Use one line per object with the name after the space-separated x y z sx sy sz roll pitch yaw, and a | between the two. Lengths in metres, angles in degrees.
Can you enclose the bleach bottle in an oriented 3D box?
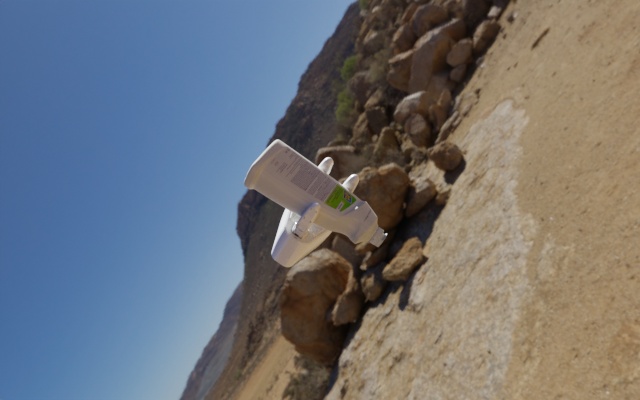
0.000 0.003 0.818 0.251 0.102 0.068 35 -40 1 | bleach bottle
